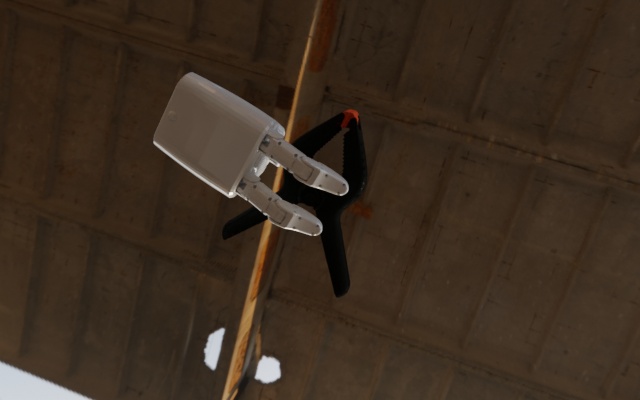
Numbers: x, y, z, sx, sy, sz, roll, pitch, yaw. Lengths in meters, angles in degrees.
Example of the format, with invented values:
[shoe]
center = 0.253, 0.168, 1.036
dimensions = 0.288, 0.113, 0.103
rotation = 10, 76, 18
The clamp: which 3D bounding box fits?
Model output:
[clamp]
center = 0.000, 0.001, 0.535
dimensions = 0.164, 0.210, 0.036
rotation = 32, 20, 1
